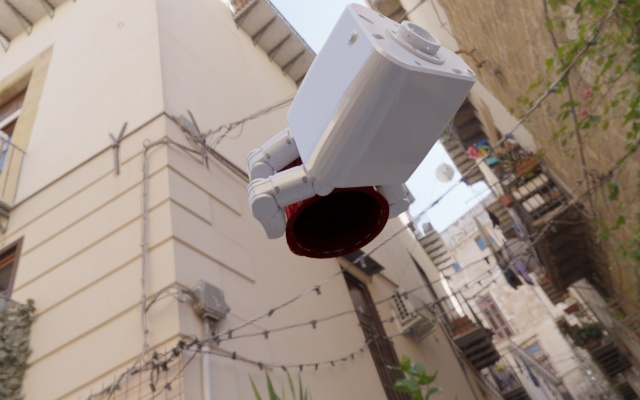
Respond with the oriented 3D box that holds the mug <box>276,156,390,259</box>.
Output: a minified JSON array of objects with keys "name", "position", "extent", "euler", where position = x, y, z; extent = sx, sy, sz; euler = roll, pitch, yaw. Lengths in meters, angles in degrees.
[{"name":"mug","position":[-0.001,0.002,0.444],"extent":[0.093,0.081,0.117],"euler":[11,-49,-30]}]
